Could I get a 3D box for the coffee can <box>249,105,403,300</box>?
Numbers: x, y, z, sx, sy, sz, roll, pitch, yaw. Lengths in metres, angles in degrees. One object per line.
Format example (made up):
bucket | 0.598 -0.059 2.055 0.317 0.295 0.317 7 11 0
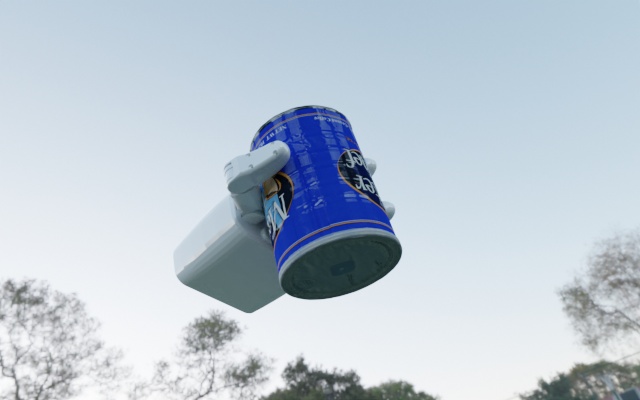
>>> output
coffee can | 0.000 0.001 0.422 0.103 0.140 0.103 -12 -34 -8
